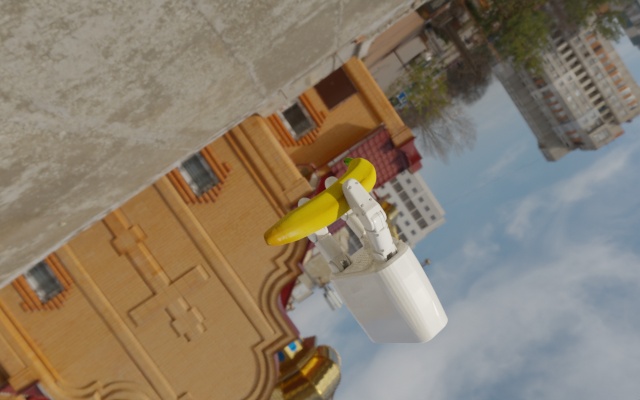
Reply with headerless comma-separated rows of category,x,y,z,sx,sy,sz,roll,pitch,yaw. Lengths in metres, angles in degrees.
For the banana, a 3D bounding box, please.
banana,0.015,-0.004,0.554,0.069,0.037,0.197,-16,18,41
